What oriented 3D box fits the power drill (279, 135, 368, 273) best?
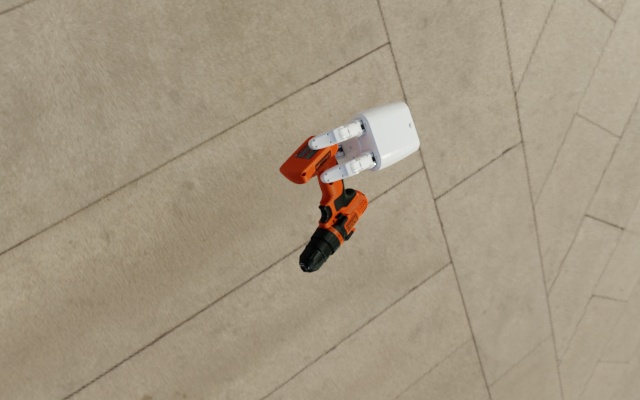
[{"bbox_3d":[0.000,0.002,0.788,0.057,0.188,0.184,11,48,36],"label":"power drill"}]
